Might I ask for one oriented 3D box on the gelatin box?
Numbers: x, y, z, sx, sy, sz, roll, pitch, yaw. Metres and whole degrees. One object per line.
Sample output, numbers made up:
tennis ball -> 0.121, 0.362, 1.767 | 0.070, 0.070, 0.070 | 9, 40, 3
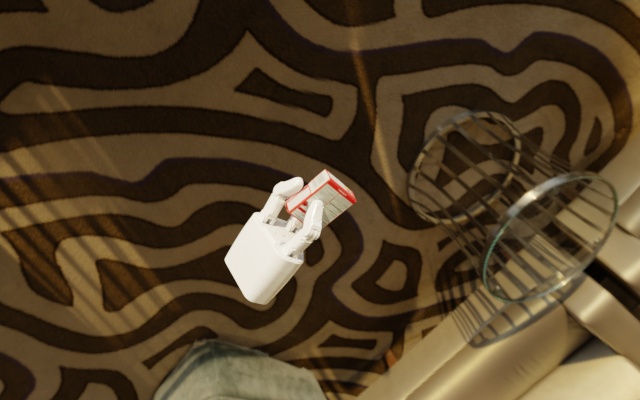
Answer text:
gelatin box -> 0.000, 0.003, 0.758 | 0.089, 0.030, 0.073 | -39, -49, 16
